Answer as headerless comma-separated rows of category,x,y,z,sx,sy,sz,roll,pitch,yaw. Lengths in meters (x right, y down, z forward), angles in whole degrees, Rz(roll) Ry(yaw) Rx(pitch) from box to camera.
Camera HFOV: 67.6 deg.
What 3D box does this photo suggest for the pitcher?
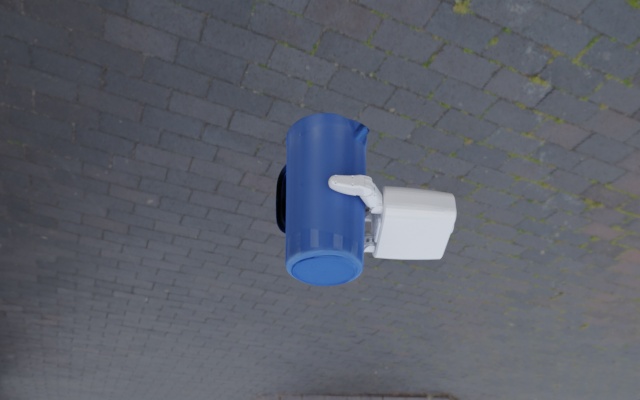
pitcher,0.000,0.002,0.723,0.145,0.242,0.149,3,-34,-2
